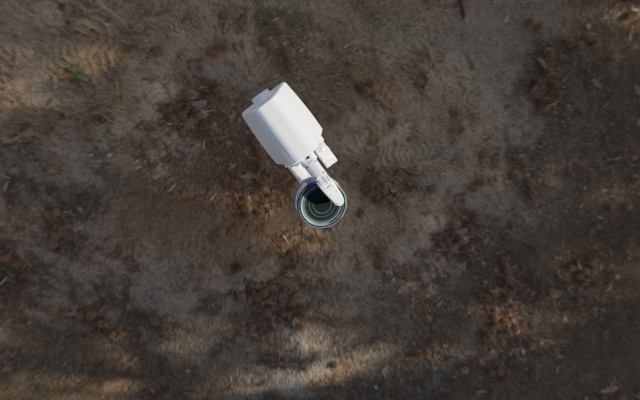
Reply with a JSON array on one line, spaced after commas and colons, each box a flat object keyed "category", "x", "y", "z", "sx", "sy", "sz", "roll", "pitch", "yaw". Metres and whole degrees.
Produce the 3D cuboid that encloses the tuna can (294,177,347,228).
[{"category": "tuna can", "x": 0.000, "y": 0.003, "z": 0.806, "sx": 0.086, "sy": 0.086, "sz": 0.033, "roll": 0, "pitch": 17, "yaw": -13}]
